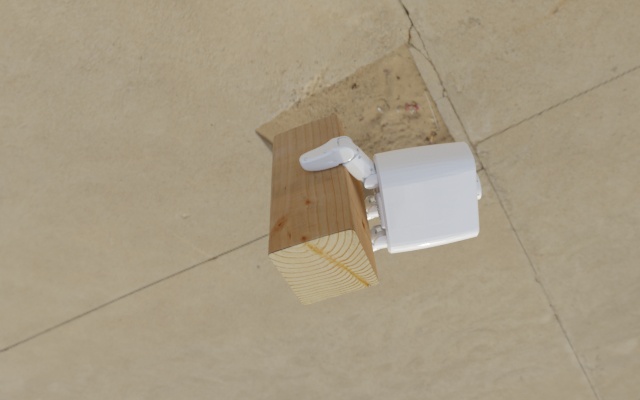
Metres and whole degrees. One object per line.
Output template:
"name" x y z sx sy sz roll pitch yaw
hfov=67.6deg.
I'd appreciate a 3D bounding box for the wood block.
"wood block" 0.000 0.002 0.554 0.090 0.091 0.206 -18 40 11
